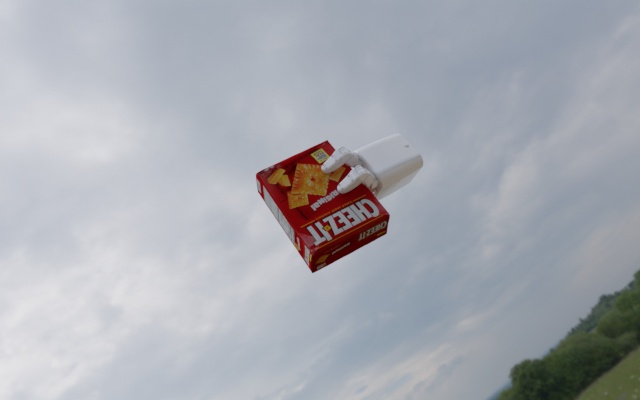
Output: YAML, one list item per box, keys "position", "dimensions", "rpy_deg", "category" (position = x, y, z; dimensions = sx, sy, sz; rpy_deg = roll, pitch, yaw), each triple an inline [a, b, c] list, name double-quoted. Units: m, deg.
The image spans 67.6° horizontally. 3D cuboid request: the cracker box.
- position: [0.000, 0.003, 0.887]
  dimensions: [0.164, 0.213, 0.072]
  rpy_deg: [-26, -32, -18]
  category: "cracker box"
